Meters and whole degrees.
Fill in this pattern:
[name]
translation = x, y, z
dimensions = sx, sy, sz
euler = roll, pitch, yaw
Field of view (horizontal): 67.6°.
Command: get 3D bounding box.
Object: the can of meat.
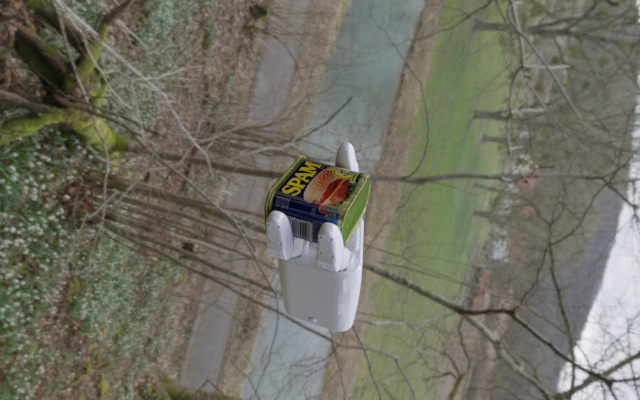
[can of meat]
translation = 0.000, 0.002, 0.514
dimensions = 0.084, 0.057, 0.102
euler = 15, 37, 17
